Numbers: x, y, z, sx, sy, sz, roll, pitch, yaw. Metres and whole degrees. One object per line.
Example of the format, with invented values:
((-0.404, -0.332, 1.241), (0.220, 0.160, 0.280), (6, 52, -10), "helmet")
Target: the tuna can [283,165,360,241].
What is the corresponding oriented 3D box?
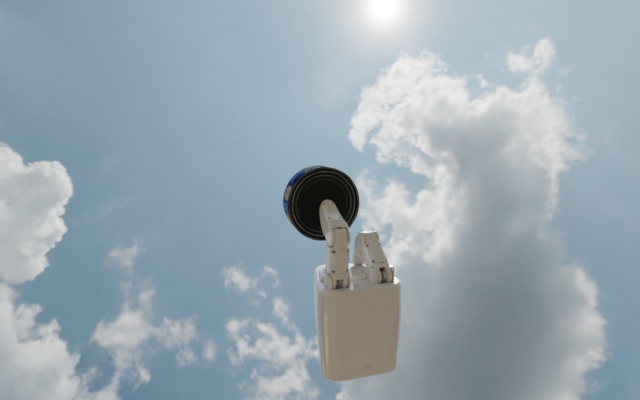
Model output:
((0.000, 0.002, 0.561), (0.086, 0.086, 0.033), (0, 10, -17), "tuna can")
